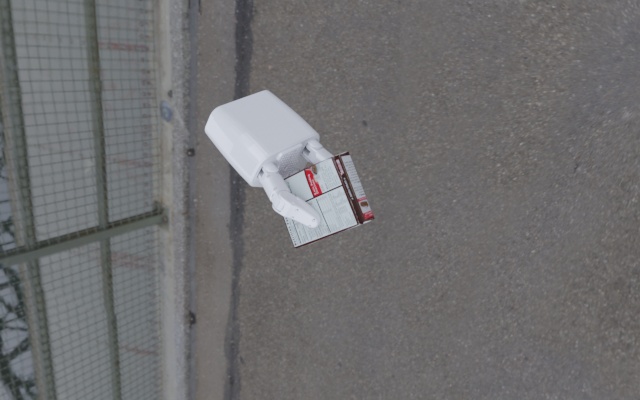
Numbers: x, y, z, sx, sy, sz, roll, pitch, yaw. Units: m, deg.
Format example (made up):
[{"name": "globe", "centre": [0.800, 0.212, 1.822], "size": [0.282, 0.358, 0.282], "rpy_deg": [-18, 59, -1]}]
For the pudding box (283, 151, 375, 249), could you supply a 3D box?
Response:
[{"name": "pudding box", "centre": [0.000, 0.002, 0.592], "size": [0.113, 0.090, 0.039], "rpy_deg": [-23, -2, 39]}]
